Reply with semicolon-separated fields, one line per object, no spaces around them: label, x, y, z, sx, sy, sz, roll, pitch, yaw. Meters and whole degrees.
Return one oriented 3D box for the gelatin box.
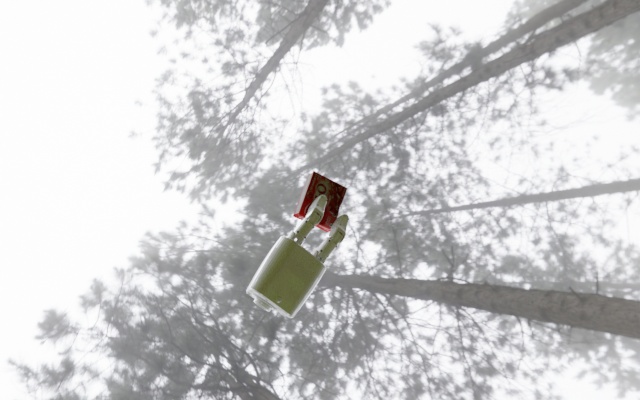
gelatin box;0.000;0.003;0.865;0.073;0.089;0.030;26;-19;-19
